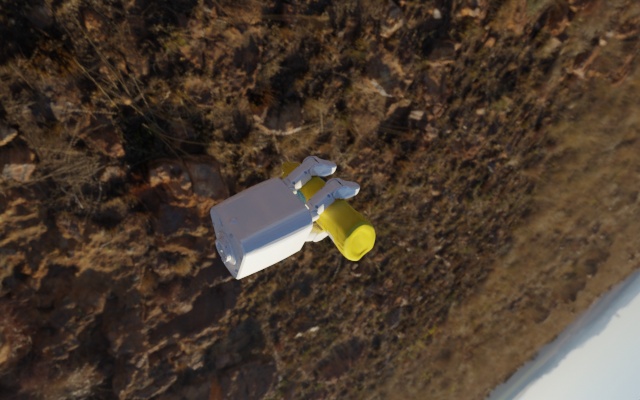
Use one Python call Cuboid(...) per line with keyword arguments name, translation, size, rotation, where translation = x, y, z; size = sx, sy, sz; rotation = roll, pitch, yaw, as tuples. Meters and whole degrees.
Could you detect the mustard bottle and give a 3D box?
Cuboid(name="mustard bottle", translation=(0.001, 0.002, 0.723), size=(0.191, 0.058, 0.096), rotation=(46, -8, 31))
